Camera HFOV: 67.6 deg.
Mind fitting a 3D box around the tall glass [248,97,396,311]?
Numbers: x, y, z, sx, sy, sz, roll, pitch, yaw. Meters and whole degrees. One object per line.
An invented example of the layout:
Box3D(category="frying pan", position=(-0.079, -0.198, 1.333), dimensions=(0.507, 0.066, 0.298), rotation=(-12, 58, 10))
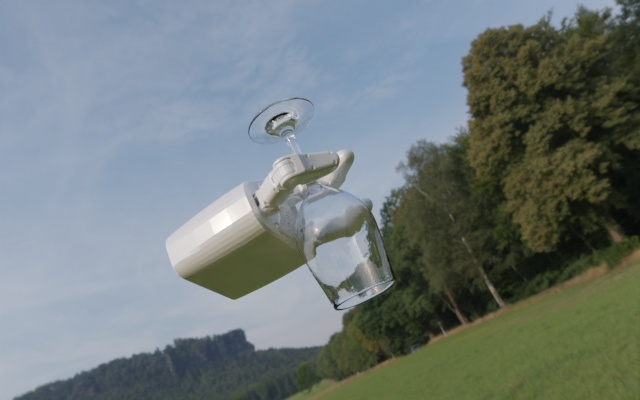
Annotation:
Box3D(category="tall glass", position=(0.000, 0.001, 0.462), dimensions=(0.079, 0.201, 0.079), rotation=(-23, -21, -9))
